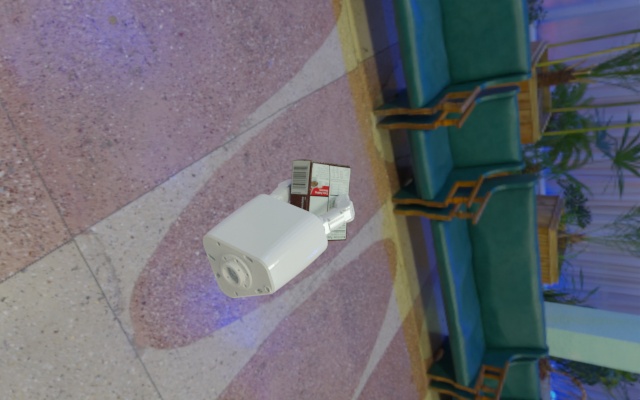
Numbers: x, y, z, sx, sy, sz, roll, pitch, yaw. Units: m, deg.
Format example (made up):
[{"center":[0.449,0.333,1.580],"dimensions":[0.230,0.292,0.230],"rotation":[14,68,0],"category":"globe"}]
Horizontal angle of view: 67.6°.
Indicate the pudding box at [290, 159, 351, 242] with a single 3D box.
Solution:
[{"center":[0.000,0.002,0.674],"dimensions":[0.039,0.113,0.090],"rotation":[6,2,40],"category":"pudding box"}]
